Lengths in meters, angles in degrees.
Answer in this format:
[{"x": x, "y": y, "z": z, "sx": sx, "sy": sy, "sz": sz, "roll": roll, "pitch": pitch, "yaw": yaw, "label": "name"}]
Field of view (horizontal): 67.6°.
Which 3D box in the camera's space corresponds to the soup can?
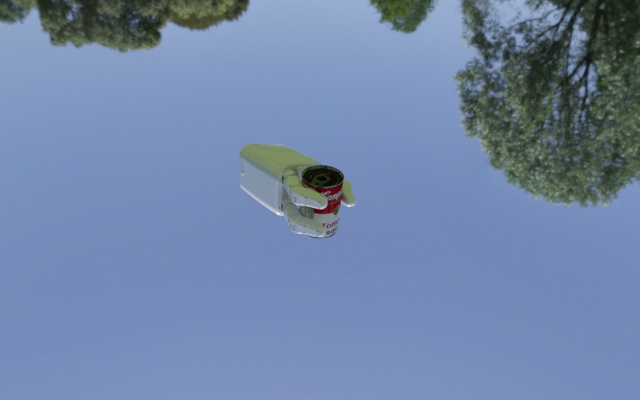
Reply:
[{"x": 0.001, "y": 0.003, "z": 0.781, "sx": 0.068, "sy": 0.102, "sz": 0.068, "roll": 3, "pitch": 33, "yaw": -2, "label": "soup can"}]
